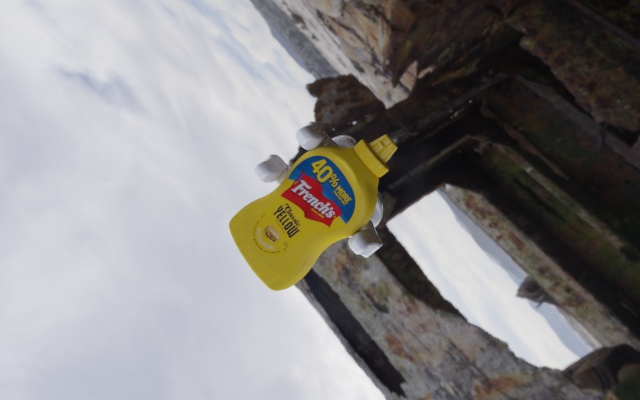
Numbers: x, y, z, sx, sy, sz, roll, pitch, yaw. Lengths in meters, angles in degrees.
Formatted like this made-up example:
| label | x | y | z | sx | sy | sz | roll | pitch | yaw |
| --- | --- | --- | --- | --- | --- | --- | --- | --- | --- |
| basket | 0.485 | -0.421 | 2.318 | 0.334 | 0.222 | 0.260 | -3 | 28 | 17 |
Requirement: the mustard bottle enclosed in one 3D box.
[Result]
| label | x | y | z | sx | sy | sz | roll | pitch | yaw |
| --- | --- | --- | --- | --- | --- | --- | --- | --- | --- |
| mustard bottle | 0.000 | 0.002 | 0.492 | 0.191 | 0.096 | 0.058 | -40 | -18 | 14 |
